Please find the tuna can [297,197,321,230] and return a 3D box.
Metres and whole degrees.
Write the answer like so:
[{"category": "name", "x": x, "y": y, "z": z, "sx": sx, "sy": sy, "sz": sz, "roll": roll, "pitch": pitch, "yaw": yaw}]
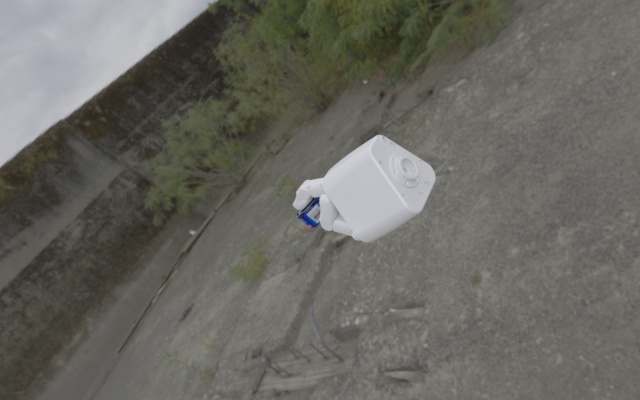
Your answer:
[{"category": "tuna can", "x": 0.000, "y": 0.002, "z": 0.760, "sx": 0.034, "sy": 0.086, "sz": 0.086, "roll": 38, "pitch": -8, "yaw": -10}]
